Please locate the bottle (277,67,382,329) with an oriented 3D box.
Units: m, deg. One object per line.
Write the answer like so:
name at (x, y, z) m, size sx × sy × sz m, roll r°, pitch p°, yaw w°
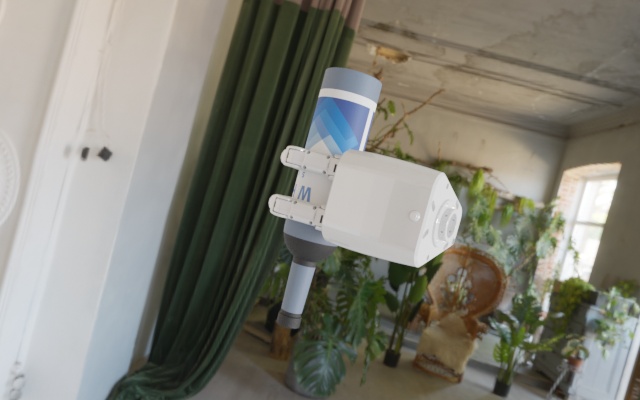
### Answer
bottle at (0.000, 0.002, 0.549) m, size 0.069 × 0.296 × 0.069 m, roll 15°, pitch 2°, yaw 0°
